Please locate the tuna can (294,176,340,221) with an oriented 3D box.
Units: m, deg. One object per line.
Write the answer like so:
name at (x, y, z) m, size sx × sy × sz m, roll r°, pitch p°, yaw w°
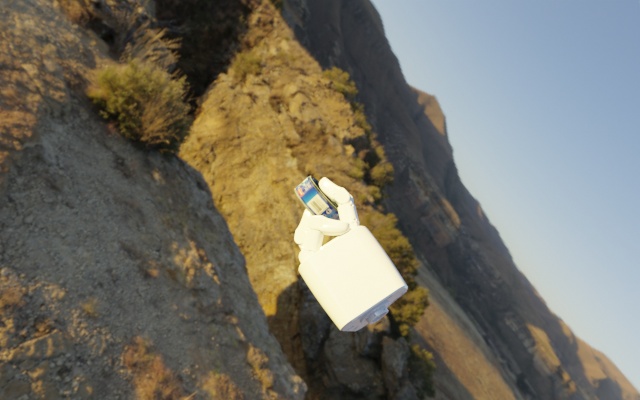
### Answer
tuna can at (0.000, 0.002, 0.745) m, size 0.034 × 0.086 × 0.086 m, roll -42°, pitch -8°, yaw 8°
